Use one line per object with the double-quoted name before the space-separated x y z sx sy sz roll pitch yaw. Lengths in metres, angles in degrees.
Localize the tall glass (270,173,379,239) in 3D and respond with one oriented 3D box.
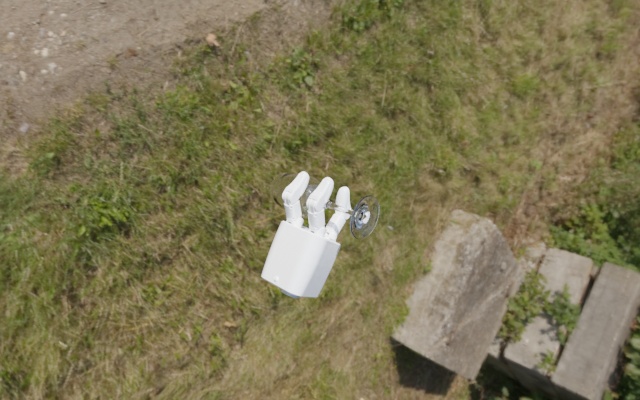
"tall glass" 0.001 0.003 0.834 0.201 0.079 0.079 20 13 39
